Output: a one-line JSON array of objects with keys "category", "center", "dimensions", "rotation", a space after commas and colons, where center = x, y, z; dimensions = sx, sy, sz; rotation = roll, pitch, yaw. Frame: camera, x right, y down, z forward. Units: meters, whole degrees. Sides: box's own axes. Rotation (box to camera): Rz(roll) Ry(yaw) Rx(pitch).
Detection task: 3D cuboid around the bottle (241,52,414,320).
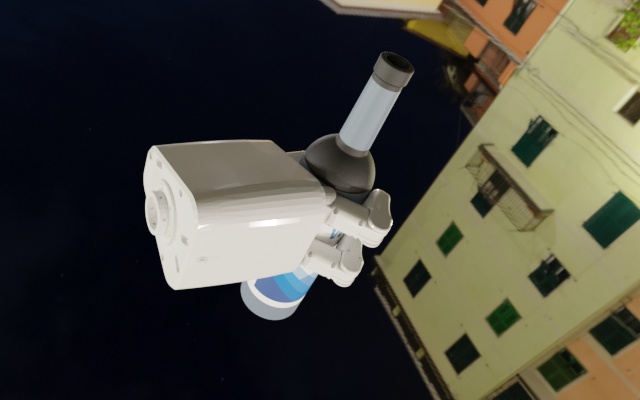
[{"category": "bottle", "center": [0.000, 0.002, 0.435], "dimensions": [0.069, 0.069, 0.296], "rotation": [0, -44, -32]}]
